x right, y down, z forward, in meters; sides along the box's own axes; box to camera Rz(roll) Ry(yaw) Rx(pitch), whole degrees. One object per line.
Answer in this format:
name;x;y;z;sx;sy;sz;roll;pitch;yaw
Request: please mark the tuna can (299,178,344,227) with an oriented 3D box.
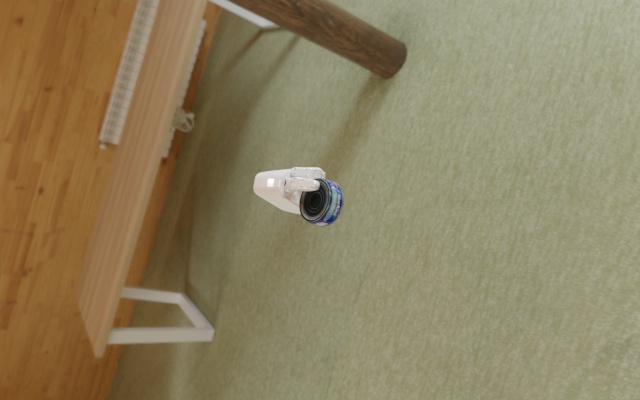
tuna can;0.000;0.003;0.873;0.034;0.086;0.086;17;-11;-42
